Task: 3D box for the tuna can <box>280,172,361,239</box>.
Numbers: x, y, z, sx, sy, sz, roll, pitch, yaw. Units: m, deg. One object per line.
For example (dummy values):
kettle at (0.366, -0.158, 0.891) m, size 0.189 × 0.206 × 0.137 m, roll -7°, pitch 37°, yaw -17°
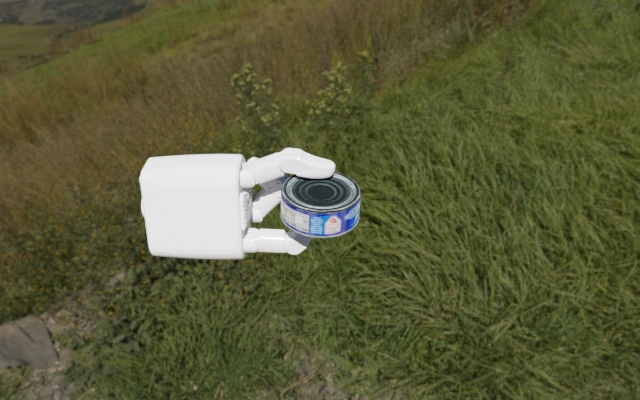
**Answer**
tuna can at (0.000, 0.001, 0.508) m, size 0.086 × 0.034 × 0.086 m, roll 2°, pitch 33°, yaw -1°
